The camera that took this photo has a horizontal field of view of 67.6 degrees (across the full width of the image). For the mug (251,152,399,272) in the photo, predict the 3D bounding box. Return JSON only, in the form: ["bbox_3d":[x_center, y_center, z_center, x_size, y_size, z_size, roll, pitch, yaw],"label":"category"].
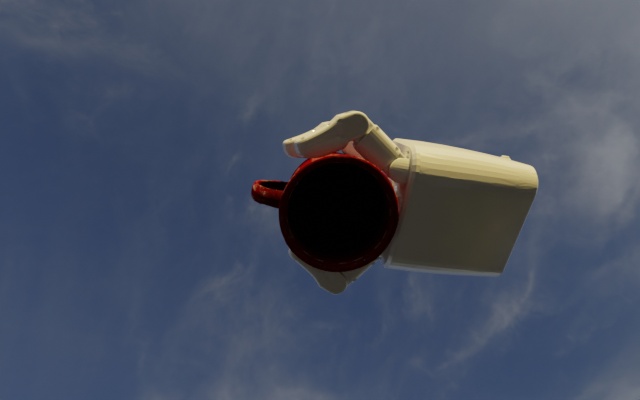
[{"bbox_3d":[-0.001,0.001,0.403,0.117,0.093,0.081,8,11,-6],"label":"mug"}]
